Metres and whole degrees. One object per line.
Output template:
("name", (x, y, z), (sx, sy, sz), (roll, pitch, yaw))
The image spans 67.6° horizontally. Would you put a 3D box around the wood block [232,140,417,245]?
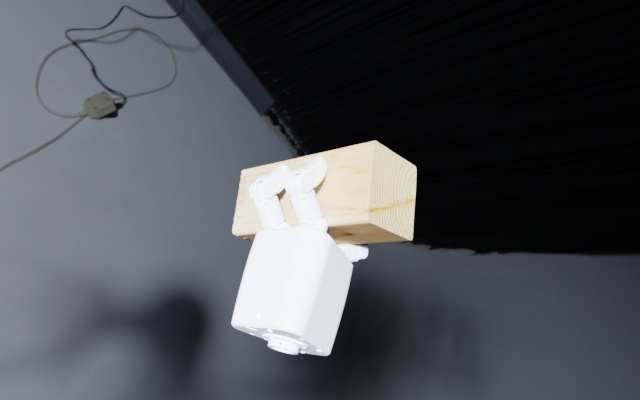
("wood block", (0.000, 0.002, 0.572), (0.206, 0.090, 0.091), (-8, -21, 39))
